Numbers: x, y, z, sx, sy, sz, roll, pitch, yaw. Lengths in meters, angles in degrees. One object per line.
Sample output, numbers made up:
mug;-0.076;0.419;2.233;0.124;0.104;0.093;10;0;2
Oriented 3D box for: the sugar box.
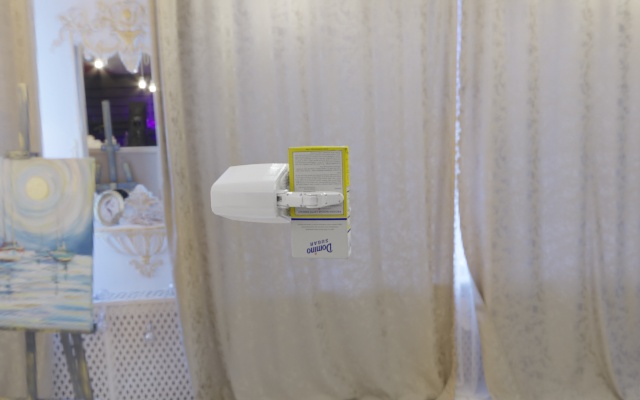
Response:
sugar box;0.000;0.002;0.760;0.093;0.176;0.048;0;9;11
